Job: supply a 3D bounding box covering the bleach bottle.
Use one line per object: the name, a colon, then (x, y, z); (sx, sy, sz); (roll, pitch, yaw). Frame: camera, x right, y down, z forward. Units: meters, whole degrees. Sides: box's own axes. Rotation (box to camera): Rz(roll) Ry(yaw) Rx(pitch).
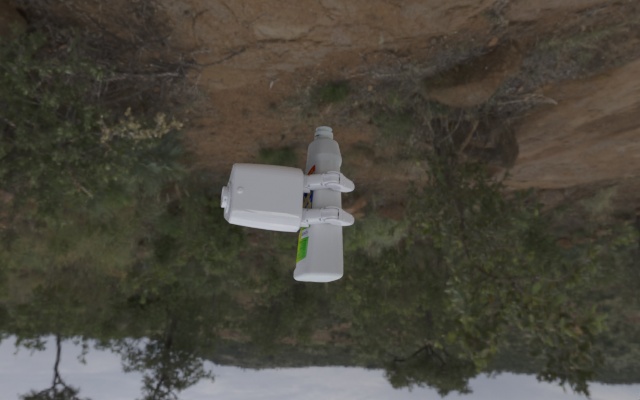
bleach bottle: (0.000, 0.003, 0.784); (0.068, 0.250, 0.102); (6, -16, -16)
